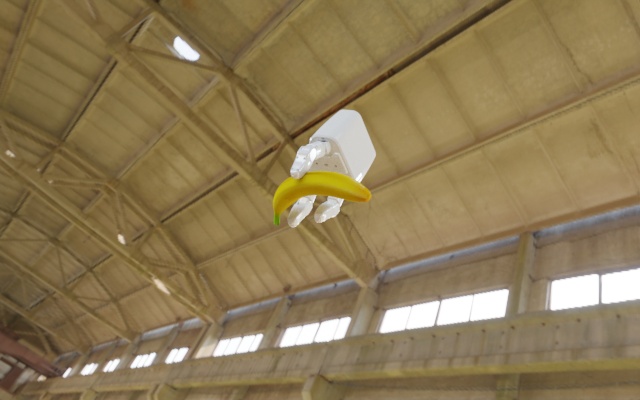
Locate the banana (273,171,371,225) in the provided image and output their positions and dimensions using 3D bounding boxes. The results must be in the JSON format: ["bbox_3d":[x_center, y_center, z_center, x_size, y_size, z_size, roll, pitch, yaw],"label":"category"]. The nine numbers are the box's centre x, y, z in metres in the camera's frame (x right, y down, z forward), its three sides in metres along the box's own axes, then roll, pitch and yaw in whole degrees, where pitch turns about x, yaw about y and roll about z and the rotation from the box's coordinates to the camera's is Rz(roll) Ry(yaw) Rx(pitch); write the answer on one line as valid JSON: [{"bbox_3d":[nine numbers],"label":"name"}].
[{"bbox_3d":[-0.011,-0.013,0.744,0.198,0.070,0.037,-15,17,40],"label":"banana"}]
